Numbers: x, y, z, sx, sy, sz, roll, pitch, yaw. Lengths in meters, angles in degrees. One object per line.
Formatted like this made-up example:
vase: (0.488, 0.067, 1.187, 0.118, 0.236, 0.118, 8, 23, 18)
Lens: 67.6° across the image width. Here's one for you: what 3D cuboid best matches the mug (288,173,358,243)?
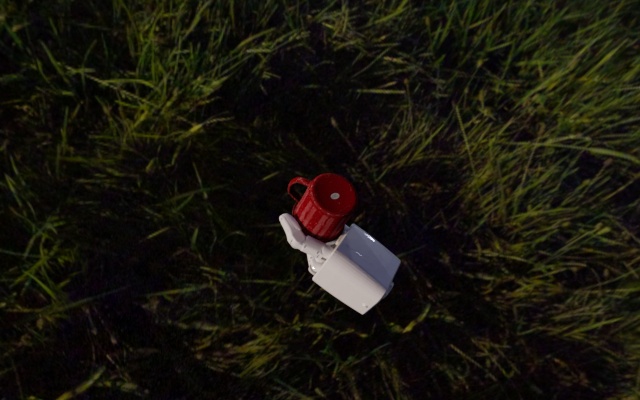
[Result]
mug: (-0.001, 0.001, 0.766, 0.117, 0.093, 0.081, 36, -35, 3)
